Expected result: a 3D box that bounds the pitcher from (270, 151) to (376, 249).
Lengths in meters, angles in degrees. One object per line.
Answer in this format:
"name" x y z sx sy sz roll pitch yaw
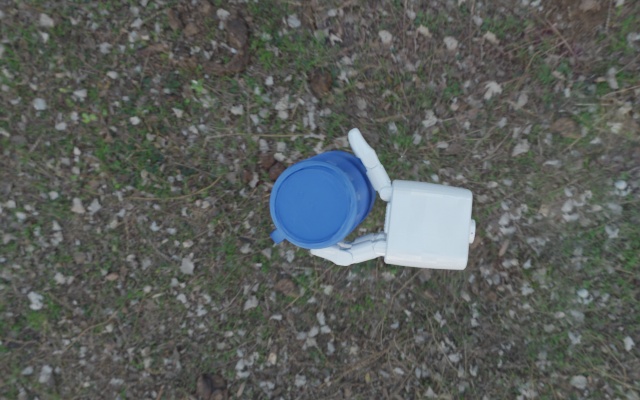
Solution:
"pitcher" 0.000 0.002 0.678 0.145 0.149 0.243 8 6 8
